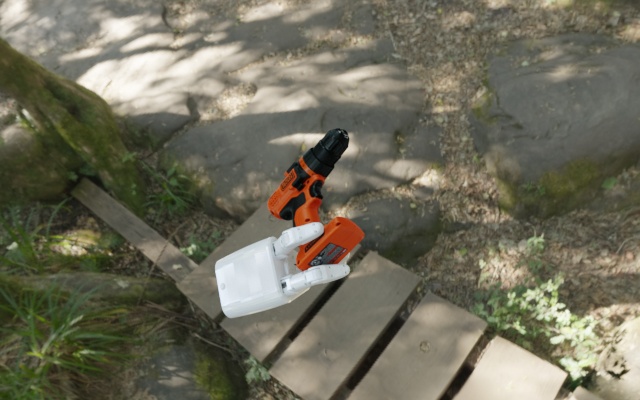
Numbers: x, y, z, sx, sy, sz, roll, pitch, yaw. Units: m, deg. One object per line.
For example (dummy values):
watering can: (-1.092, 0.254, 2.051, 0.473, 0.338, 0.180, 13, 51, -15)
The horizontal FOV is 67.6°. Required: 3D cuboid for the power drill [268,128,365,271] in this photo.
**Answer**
power drill: (0.000, 0.003, 0.716, 0.057, 0.184, 0.187, 23, 30, -34)
